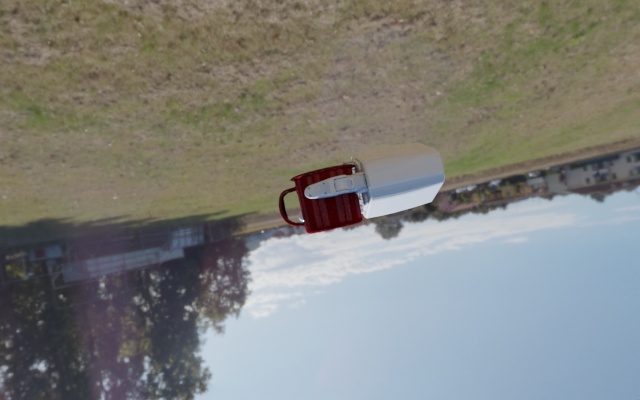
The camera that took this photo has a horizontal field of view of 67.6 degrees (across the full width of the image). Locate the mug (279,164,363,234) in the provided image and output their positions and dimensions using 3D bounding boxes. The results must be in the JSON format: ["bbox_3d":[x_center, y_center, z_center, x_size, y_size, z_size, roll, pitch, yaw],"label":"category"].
[{"bbox_3d":[-0.001,0.003,0.667,0.117,0.081,0.093,-12,-3,-3],"label":"mug"}]
